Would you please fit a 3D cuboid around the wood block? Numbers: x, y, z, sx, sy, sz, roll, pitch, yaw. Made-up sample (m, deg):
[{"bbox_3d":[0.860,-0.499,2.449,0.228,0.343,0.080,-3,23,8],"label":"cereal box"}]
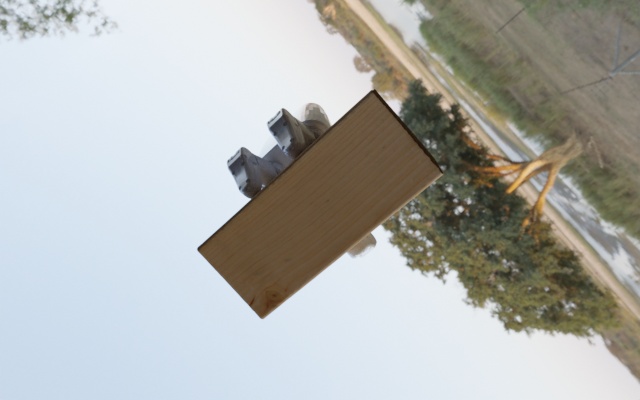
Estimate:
[{"bbox_3d":[0.000,0.002,0.442,0.206,0.091,0.090,-41,5,15],"label":"wood block"}]
